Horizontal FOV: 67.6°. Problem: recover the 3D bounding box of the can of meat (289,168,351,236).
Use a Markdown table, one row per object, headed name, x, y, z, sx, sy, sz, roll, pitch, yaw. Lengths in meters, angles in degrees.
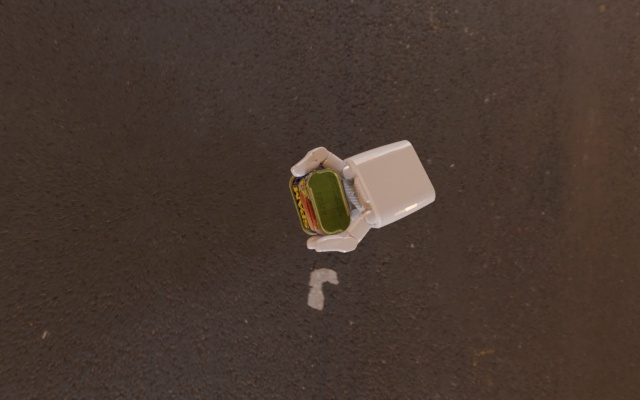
| name | x | y | z | sx | sy | sz | roll | pitch | yaw |
| --- | --- | --- | --- | --- | --- | --- | --- | --- | --- |
| can of meat | 0.000 | 0.002 | 0.725 | 0.057 | 0.102 | 0.084 | -18 | 6 | -19 |
